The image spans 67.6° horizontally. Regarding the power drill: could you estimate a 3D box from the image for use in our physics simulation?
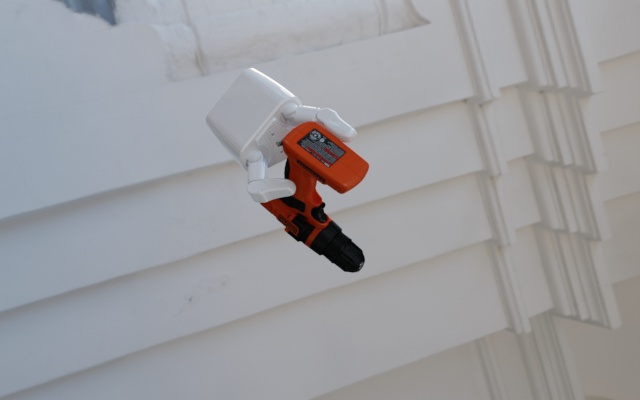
[{"bbox_3d":[0.000,0.002,0.624,0.057,0.184,0.188,-45,-13,-33],"label":"power drill"}]
